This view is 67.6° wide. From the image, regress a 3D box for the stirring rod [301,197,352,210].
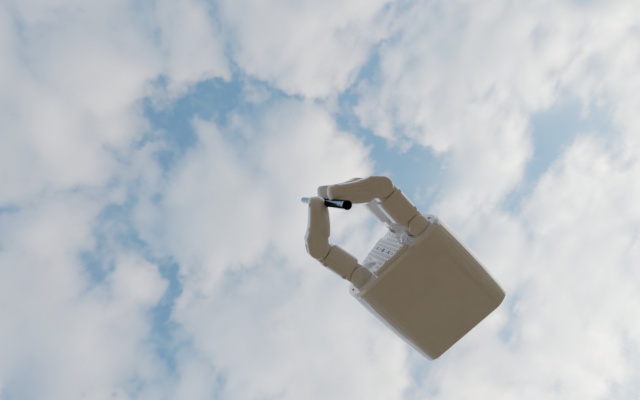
[{"bbox_3d":[0.000,0.002,0.498,0.011,0.011,0.239,0,1,-10],"label":"stirring rod"}]
